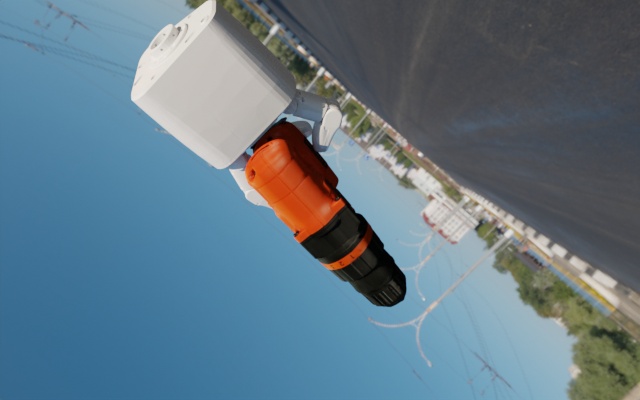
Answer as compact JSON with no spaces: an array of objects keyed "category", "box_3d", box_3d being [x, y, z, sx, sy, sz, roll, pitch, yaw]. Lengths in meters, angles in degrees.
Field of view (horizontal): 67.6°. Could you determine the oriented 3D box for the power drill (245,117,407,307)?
[{"category":"power drill","box_3d":[0.000,0.001,0.456,0.057,0.184,0.187,-39,23,4]}]
